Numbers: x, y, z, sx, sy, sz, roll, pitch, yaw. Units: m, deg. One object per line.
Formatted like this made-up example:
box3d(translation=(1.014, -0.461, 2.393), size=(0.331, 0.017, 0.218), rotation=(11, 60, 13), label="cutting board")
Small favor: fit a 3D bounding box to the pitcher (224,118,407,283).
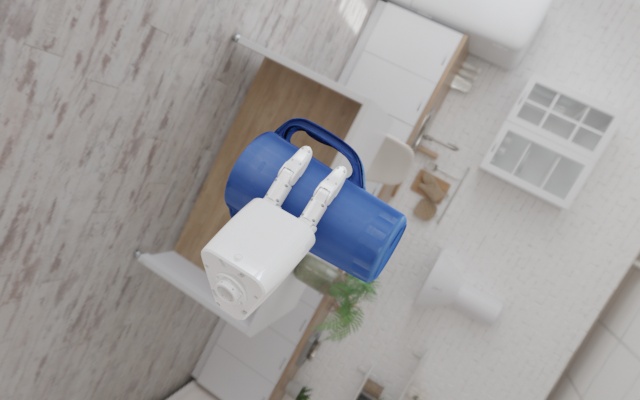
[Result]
box3d(translation=(0.000, 0.002, 0.682), size=(0.243, 0.149, 0.145), rotation=(30, 45, 14), label="pitcher")
